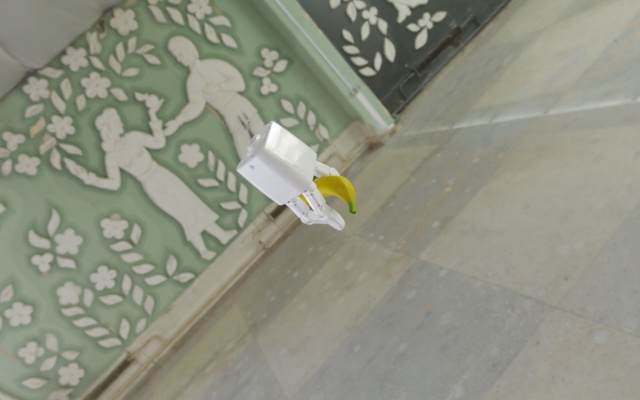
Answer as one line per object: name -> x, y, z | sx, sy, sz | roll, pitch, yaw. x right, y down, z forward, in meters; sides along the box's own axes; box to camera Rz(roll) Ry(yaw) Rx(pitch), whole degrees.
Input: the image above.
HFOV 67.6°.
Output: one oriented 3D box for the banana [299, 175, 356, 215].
banana -> 0.008, -0.014, 0.900 | 0.037, 0.069, 0.198 | 27, -12, -28
